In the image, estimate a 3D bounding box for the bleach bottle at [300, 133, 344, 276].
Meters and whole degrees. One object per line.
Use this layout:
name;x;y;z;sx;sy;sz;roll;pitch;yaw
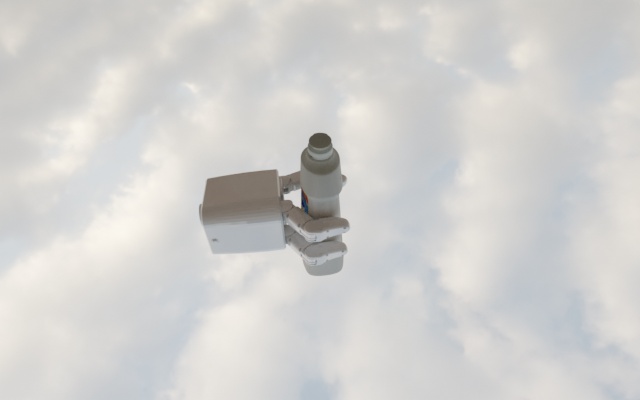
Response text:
bleach bottle;0.000;0.002;0.674;0.068;0.102;0.251;-7;-40;-5
